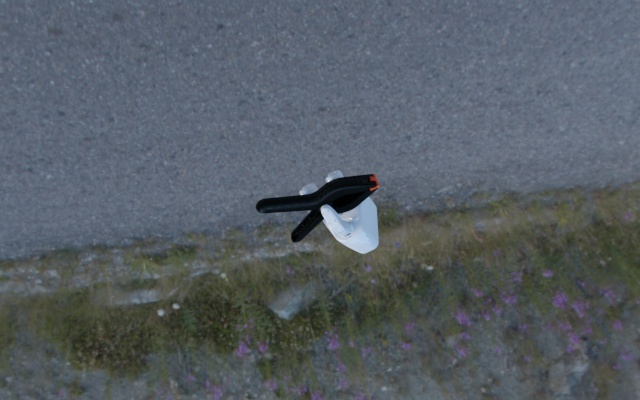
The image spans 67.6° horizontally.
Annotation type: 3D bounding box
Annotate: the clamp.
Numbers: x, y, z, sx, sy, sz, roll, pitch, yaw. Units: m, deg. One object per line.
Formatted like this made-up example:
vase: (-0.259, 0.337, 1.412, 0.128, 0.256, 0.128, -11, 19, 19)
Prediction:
clamp: (0.001, 0.003, 0.842, 0.210, 0.036, 0.165, -27, -31, 16)
